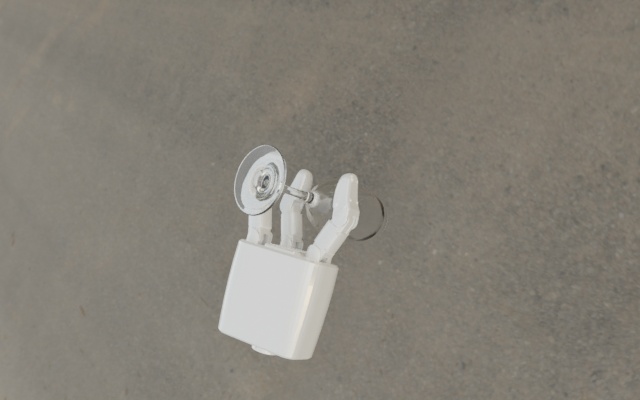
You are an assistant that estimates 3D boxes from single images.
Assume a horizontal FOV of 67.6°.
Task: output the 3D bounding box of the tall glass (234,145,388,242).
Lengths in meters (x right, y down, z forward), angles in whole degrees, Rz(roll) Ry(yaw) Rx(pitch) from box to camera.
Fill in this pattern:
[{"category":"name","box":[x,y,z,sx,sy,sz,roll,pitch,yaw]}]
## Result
[{"category":"tall glass","box":[0.000,0.002,0.555,0.079,0.079,0.201,0,-13,40]}]
